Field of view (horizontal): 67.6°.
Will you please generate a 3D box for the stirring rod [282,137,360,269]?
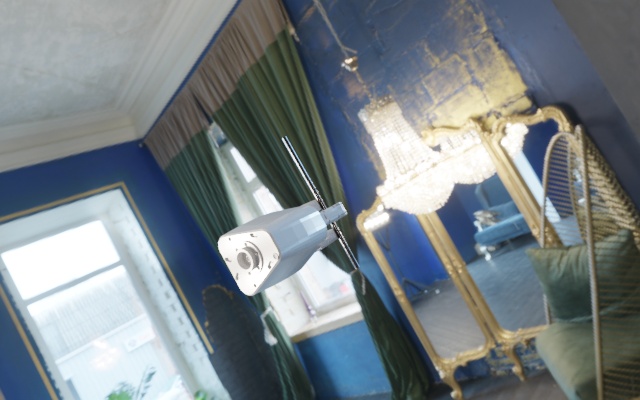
[{"bbox_3d":[0.000,0.003,0.766,0.011,0.239,0.011,-29,-4,-2],"label":"stirring rod"}]
